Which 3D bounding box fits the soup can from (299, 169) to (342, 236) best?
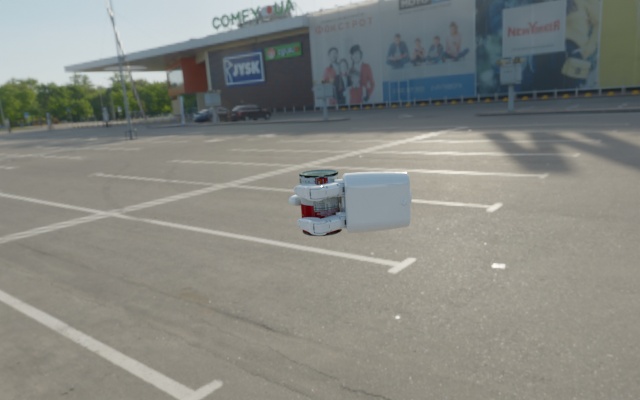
[{"bbox_3d":[0.000,0.002,0.806,0.068,0.102,0.068,-3,12,1],"label":"soup can"}]
